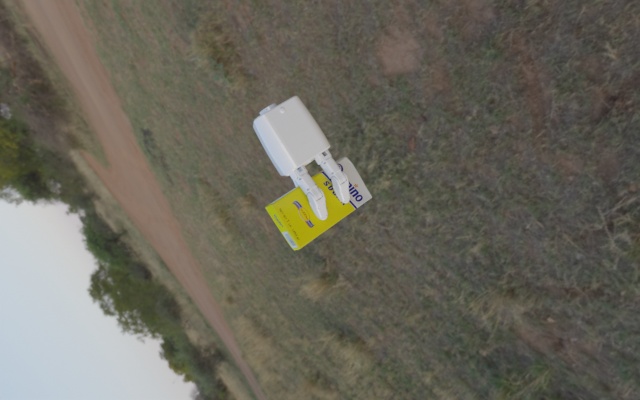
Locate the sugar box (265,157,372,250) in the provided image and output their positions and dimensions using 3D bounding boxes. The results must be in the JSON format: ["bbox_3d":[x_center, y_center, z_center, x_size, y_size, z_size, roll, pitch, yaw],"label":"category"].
[{"bbox_3d":[0.000,0.003,0.854,0.176,0.093,0.048,-35,7,-22],"label":"sugar box"}]
